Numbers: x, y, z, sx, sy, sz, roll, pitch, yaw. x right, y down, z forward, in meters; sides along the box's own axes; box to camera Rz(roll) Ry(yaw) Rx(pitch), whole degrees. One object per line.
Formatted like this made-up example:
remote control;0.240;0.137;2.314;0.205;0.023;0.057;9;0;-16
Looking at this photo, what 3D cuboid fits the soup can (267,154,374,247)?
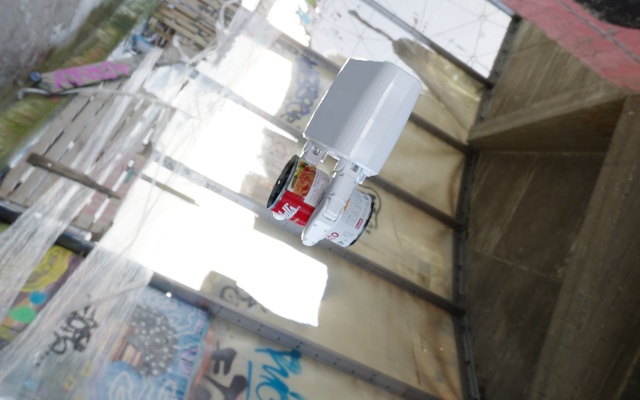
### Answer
soup can;0.000;0.002;0.537;0.102;0.068;0.068;28;-8;-14
